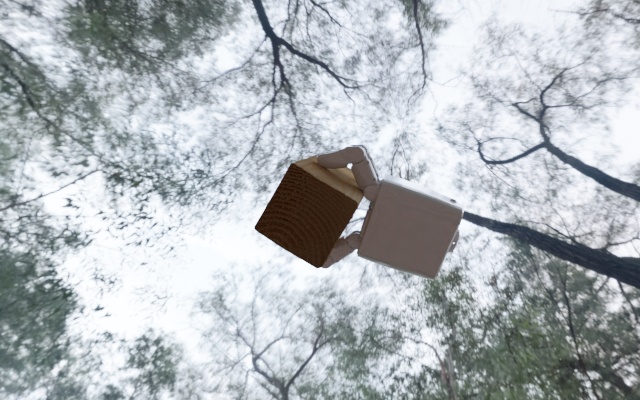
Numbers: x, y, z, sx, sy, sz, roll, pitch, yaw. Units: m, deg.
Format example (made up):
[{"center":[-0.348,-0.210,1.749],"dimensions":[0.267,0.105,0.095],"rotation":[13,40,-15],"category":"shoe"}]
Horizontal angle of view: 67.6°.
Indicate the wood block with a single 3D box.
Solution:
[{"center":[0.000,0.002,0.621],"dimensions":[0.090,0.091,0.206],"rotation":[31,12,4],"category":"wood block"}]
